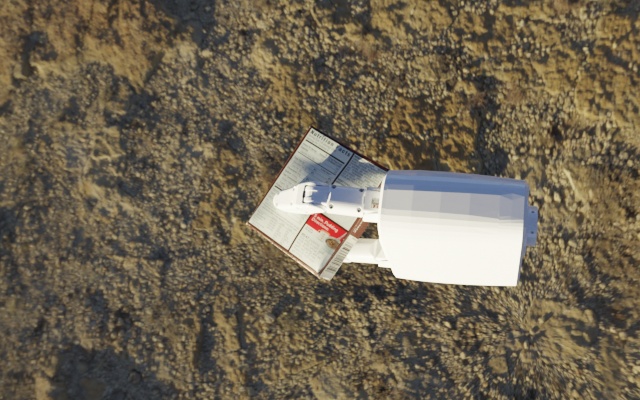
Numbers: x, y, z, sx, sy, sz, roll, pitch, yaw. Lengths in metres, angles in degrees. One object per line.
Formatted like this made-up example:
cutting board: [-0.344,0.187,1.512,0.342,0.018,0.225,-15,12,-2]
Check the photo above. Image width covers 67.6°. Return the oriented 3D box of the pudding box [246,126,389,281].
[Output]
pudding box: [0.000,0.001,0.436,0.090,0.113,0.039,34,-3,21]
